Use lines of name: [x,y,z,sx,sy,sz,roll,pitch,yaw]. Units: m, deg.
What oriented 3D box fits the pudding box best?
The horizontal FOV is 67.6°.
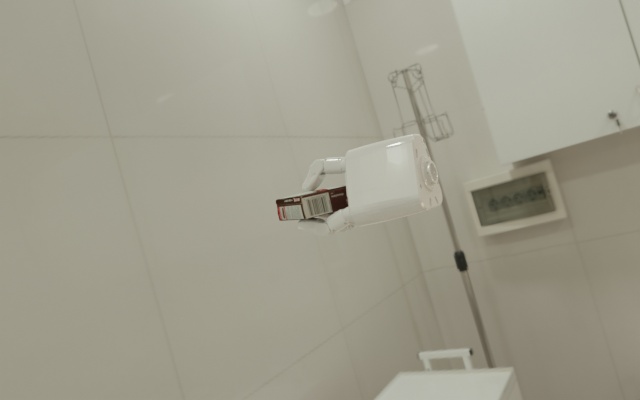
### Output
pudding box: [0.000,0.002,0.743,0.113,0.039,0.090,-11,1,-30]
